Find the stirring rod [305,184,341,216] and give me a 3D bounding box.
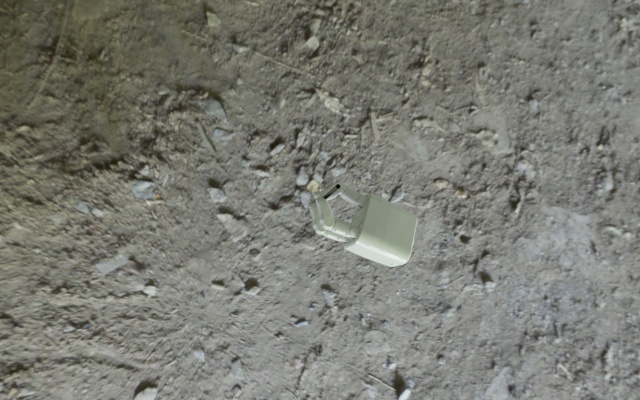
[{"bbox_3d":[0.000,0.003,0.899,0.011,0.011,0.239,0,-13,-14],"label":"stirring rod"}]
